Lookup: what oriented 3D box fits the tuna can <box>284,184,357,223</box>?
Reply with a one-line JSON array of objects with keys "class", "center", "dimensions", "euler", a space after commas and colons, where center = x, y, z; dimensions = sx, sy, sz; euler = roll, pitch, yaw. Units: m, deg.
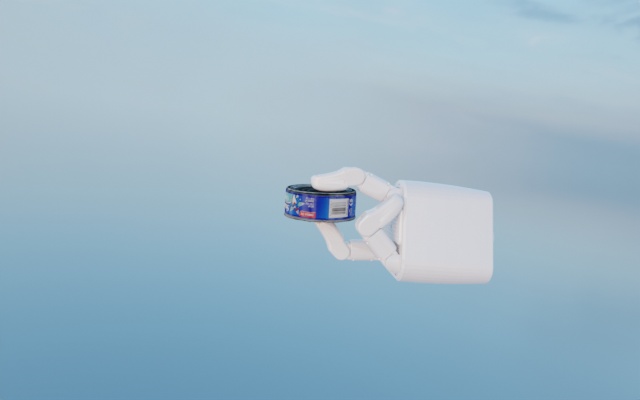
[{"class": "tuna can", "center": [0.000, 0.001, 0.568], "dimensions": [0.086, 0.034, 0.086], "euler": [3, 9, 0]}]
